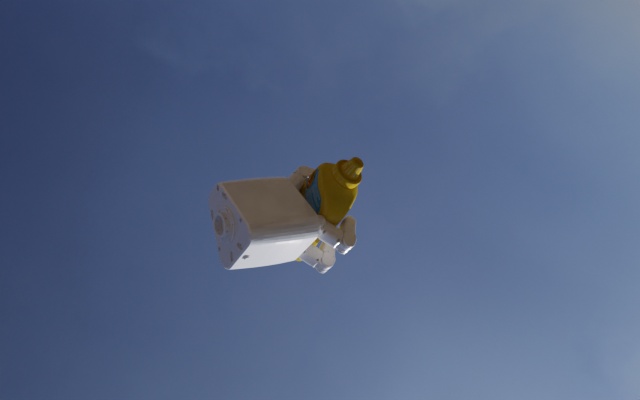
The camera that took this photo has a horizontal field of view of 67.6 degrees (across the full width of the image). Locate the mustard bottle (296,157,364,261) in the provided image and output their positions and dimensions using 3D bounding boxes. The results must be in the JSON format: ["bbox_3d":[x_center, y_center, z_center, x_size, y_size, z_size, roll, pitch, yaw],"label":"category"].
[{"bbox_3d":[0.000,0.002,0.683,0.058,0.096,0.192,18,-43,-25],"label":"mustard bottle"}]
